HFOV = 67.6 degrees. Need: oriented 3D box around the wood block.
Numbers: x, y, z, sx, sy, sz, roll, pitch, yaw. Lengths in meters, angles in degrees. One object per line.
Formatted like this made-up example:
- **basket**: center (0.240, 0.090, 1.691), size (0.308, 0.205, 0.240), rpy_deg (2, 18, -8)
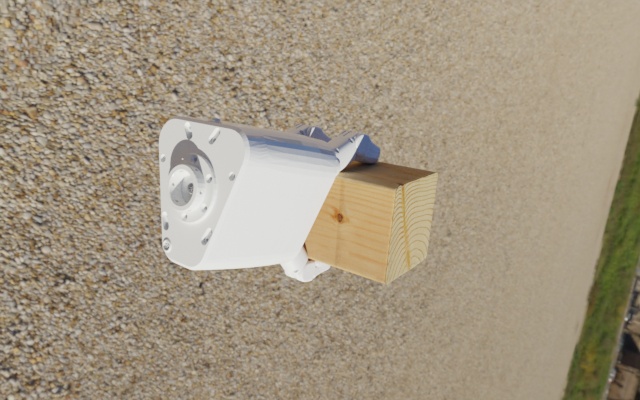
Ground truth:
- **wood block**: center (0.000, 0.002, 0.485), size (0.206, 0.091, 0.090), rpy_deg (15, 19, 33)
